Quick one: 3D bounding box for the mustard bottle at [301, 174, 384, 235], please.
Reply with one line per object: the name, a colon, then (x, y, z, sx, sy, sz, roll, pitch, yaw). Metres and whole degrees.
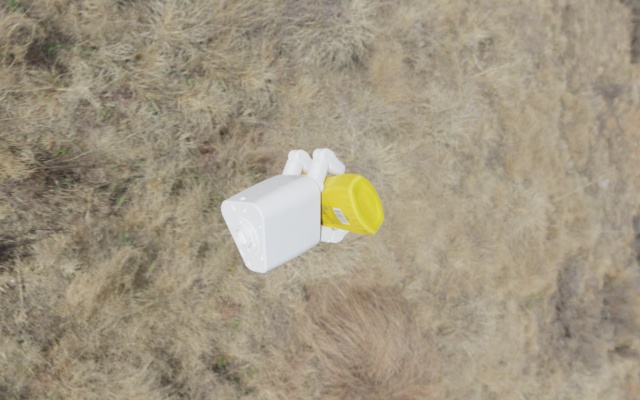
mustard bottle: (0.001, 0.002, 0.738, 0.191, 0.096, 0.058, 4, 48, 44)
